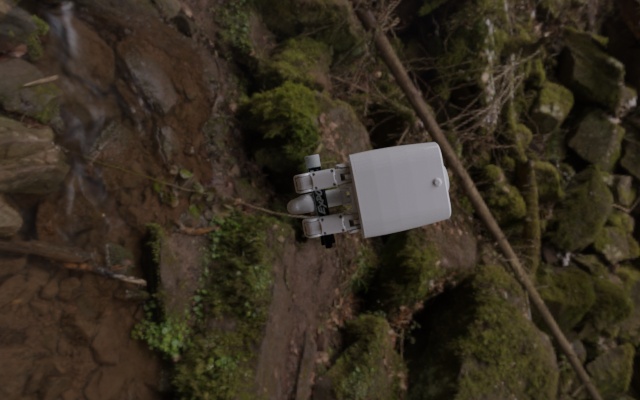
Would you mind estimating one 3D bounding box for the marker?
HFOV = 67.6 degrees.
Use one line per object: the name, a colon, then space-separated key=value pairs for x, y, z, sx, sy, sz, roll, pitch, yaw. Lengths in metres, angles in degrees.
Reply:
marker: x=0.000 y=0.002 z=0.610 sx=0.020 sy=0.121 sz=0.020 roll=-11 pitch=4 yaw=1
